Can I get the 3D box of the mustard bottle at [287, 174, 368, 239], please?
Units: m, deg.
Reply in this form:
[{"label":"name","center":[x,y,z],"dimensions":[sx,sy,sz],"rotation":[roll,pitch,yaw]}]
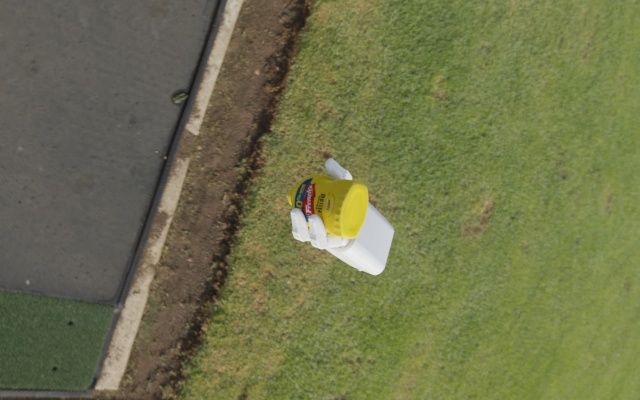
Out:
[{"label":"mustard bottle","center":[0.000,0.003,0.847],"dimensions":[0.058,0.096,0.191],"rotation":[9,3,-38]}]
